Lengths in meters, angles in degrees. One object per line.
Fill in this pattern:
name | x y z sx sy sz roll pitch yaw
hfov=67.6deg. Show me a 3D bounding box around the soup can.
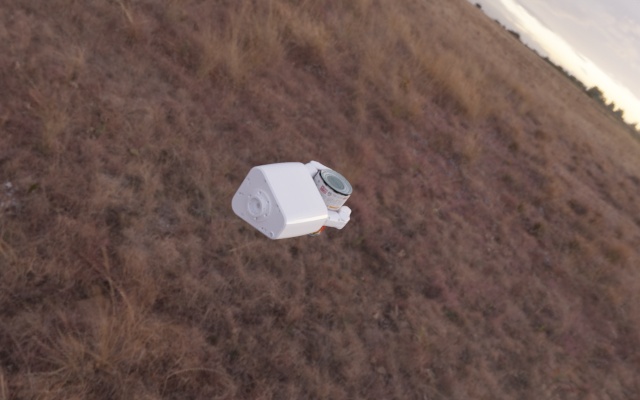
soup can | 0.001 0.003 0.835 0.068 0.102 0.068 28 28 -17
